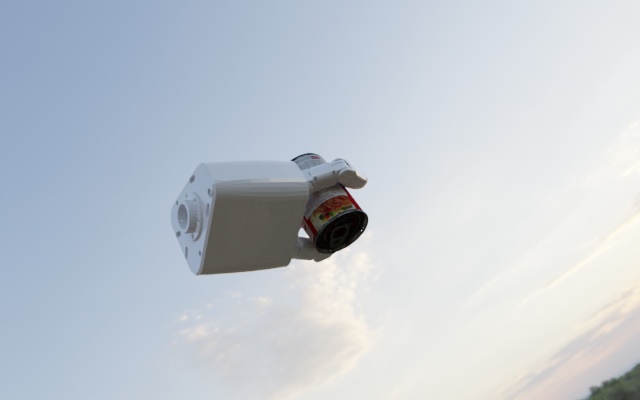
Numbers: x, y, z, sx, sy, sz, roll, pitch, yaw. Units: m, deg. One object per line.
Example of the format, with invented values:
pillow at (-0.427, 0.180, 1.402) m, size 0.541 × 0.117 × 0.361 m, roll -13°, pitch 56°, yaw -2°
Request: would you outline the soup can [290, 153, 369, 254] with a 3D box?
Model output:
soup can at (0.000, 0.002, 0.552) m, size 0.068 × 0.068 × 0.102 m, roll 0°, pitch 42°, yaw -40°
